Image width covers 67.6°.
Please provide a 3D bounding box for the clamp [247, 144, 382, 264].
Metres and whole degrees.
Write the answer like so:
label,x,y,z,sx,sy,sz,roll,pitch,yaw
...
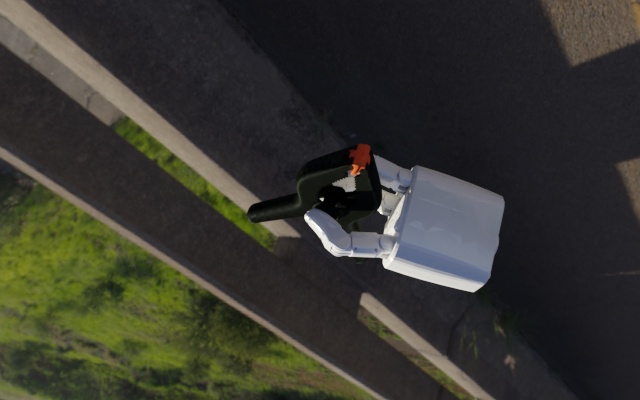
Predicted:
label,x,y,z,sx,sy,sz,roll,pitch,yaw
clamp,0.000,0.002,0.536,0.164,0.036,0.210,17,-31,-2
